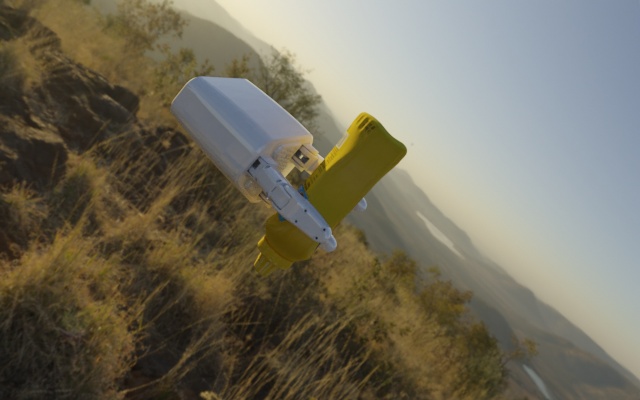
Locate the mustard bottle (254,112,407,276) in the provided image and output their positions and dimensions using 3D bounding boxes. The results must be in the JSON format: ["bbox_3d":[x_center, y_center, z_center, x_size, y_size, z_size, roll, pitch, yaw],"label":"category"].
[{"bbox_3d":[0.001,0.002,0.475,0.058,0.191,0.096,40,10,-12],"label":"mustard bottle"}]
